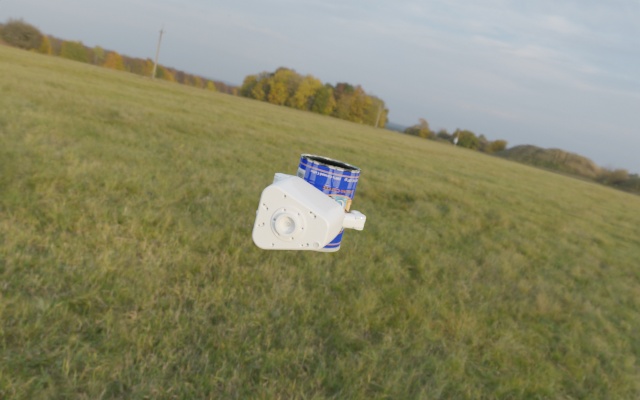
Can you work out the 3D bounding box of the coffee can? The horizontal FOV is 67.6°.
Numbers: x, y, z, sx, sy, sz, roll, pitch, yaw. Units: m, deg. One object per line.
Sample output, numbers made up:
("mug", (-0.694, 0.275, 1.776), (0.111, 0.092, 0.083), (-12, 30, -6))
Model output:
("coffee can", (0.000, 0.003, 0.801), (0.103, 0.140, 0.102), (14, 11, -3))
